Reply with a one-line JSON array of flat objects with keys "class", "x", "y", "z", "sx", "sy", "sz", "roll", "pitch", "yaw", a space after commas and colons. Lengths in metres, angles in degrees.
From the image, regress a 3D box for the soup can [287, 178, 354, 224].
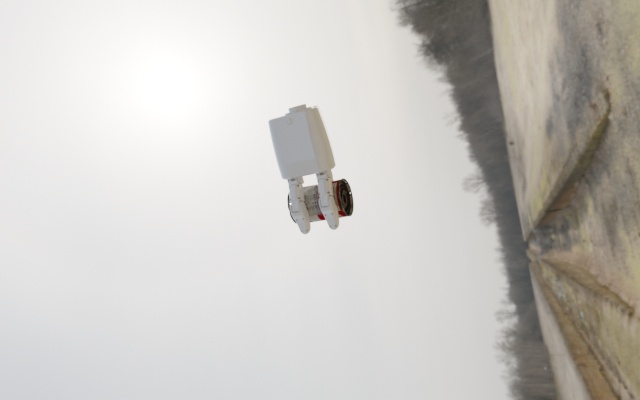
[{"class": "soup can", "x": 0.000, "y": 0.003, "z": 0.853, "sx": 0.102, "sy": 0.068, "sz": 0.068, "roll": -10, "pitch": -4, "yaw": 22}]
